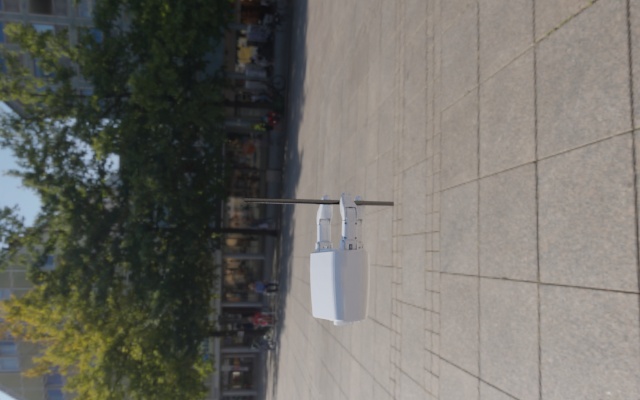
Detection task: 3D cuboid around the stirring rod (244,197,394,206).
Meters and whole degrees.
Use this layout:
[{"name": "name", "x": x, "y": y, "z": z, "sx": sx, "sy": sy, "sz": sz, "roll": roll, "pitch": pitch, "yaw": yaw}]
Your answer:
[{"name": "stirring rod", "x": 0.000, "y": 0.003, "z": 0.763, "sx": 0.239, "sy": 0.011, "sz": 0.011, "roll": 2, "pitch": 0, "yaw": -9}]
